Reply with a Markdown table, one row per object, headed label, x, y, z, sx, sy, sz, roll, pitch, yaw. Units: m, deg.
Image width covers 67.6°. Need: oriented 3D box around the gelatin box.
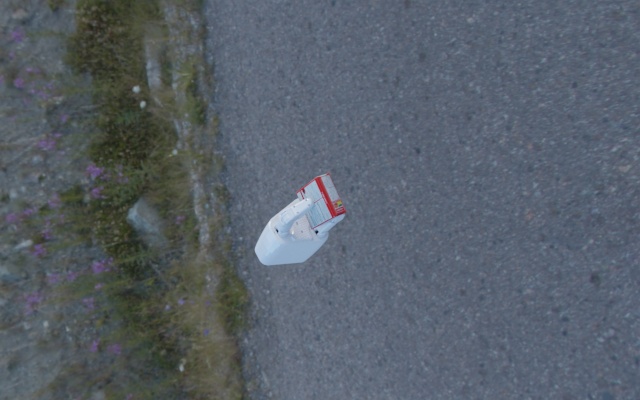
| label | x | y | z | sx | sy | sz | roll | pitch | yaw |
| --- | --- | --- | --- | --- | --- | --- | --- | --- | --- |
| gelatin box | 0.000 | 0.003 | 0.820 | 0.030 | 0.073 | 0.089 | -21 | -7 | -31 |
